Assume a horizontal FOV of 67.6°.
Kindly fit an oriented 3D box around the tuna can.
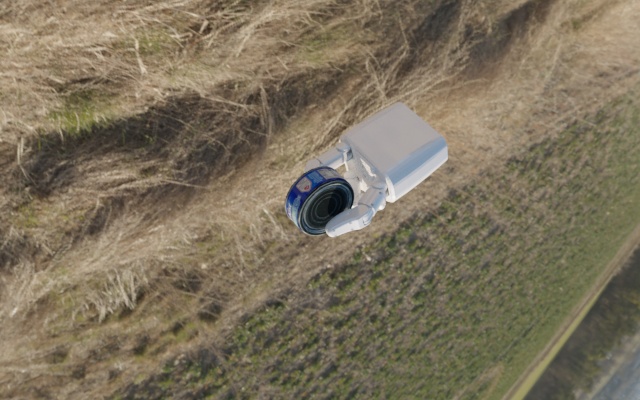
[{"bbox_3d":[0.000,0.002,0.601,0.086,0.086,0.033,0,33,-40],"label":"tuna can"}]
